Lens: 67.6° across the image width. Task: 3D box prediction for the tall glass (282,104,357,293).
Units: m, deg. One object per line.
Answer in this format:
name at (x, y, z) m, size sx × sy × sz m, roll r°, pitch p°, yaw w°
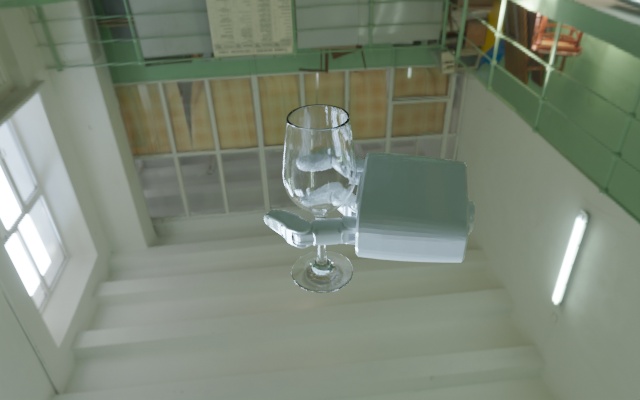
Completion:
tall glass at (0.000, 0.002, 0.516) m, size 0.079 × 0.201 × 0.079 m, roll -1°, pitch 34°, yaw 1°
